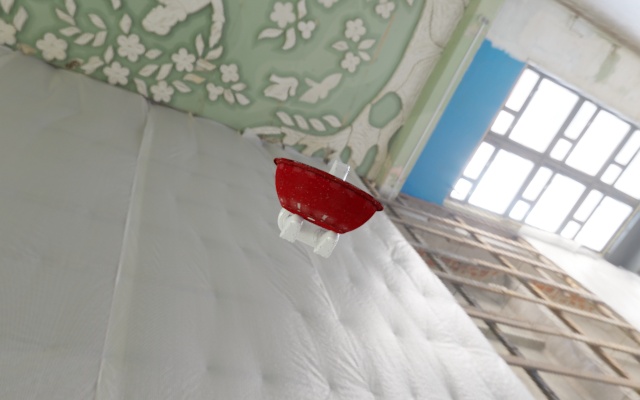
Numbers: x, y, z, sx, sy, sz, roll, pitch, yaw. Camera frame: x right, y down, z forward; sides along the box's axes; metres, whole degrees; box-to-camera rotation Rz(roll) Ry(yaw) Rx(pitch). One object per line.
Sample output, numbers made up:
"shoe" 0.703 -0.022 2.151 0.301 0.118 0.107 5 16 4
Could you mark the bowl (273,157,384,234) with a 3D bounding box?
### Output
"bowl" 0.000 0.002 0.639 0.162 0.055 0.162 24 -7 3
